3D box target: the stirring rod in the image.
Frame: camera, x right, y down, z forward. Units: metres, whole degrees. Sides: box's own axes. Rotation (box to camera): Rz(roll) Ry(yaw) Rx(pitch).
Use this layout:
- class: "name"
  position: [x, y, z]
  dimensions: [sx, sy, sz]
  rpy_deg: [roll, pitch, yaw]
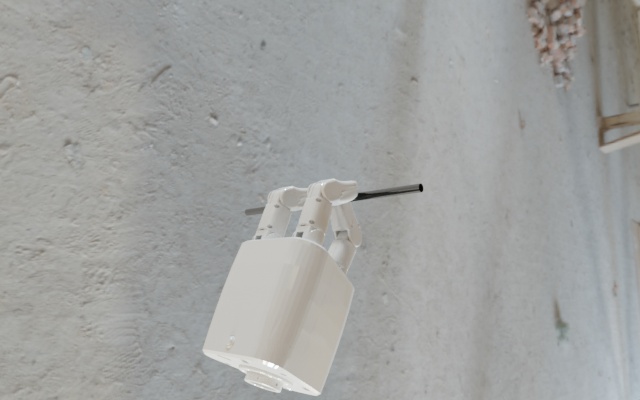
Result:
- class: "stirring rod"
  position: [0.000, 0.002, 0.504]
  dimensions: [0.239, 0.011, 0.011]
  rpy_deg: [-8, -6, 41]
